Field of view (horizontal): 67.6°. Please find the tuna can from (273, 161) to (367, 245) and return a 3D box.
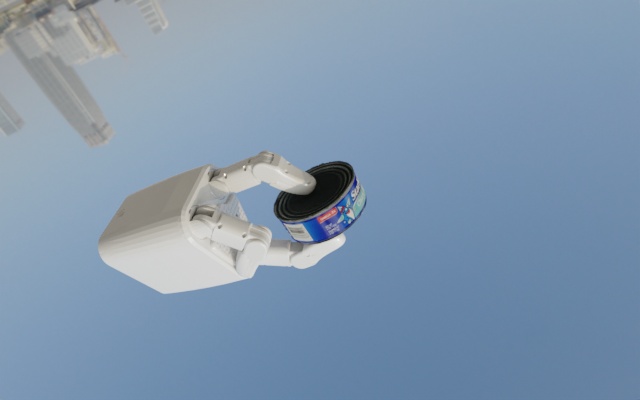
[{"bbox_3d":[0.000,0.002,0.457,0.086,0.034,0.086,-23,31,15],"label":"tuna can"}]
